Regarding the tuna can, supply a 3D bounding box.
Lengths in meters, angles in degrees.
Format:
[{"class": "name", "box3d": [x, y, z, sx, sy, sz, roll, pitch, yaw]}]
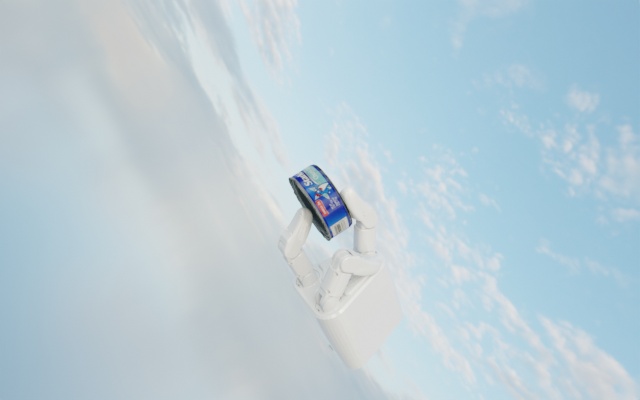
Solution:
[{"class": "tuna can", "box3d": [0.001, 0.001, 0.547, 0.034, 0.086, 0.086, -33, 5, -9]}]
